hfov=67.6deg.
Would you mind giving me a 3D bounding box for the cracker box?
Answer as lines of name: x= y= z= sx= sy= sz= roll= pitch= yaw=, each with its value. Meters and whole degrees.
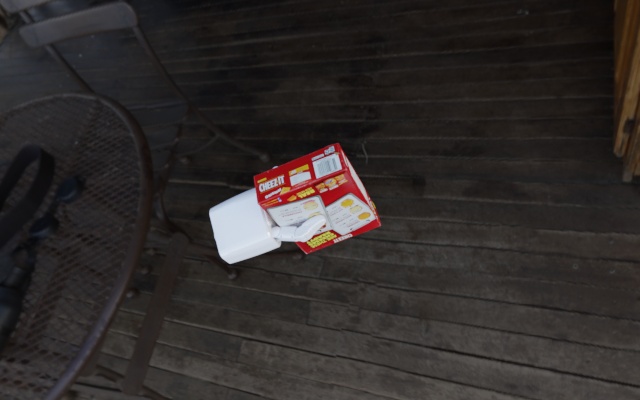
cracker box: x=0.000 y=0.003 z=0.879 sx=0.164 sy=0.072 sz=0.214 roll=-21 pitch=-35 yaw=12
